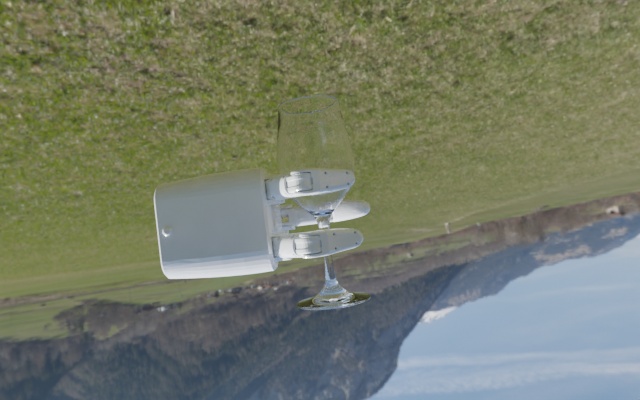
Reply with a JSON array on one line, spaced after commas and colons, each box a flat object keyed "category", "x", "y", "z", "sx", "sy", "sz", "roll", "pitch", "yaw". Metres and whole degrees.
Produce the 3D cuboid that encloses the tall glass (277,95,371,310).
[{"category": "tall glass", "x": 0.000, "y": 0.002, "z": 0.477, "sx": 0.079, "sy": 0.201, "sz": 0.079, "roll": -7, "pitch": -2, "yaw": 0}]
